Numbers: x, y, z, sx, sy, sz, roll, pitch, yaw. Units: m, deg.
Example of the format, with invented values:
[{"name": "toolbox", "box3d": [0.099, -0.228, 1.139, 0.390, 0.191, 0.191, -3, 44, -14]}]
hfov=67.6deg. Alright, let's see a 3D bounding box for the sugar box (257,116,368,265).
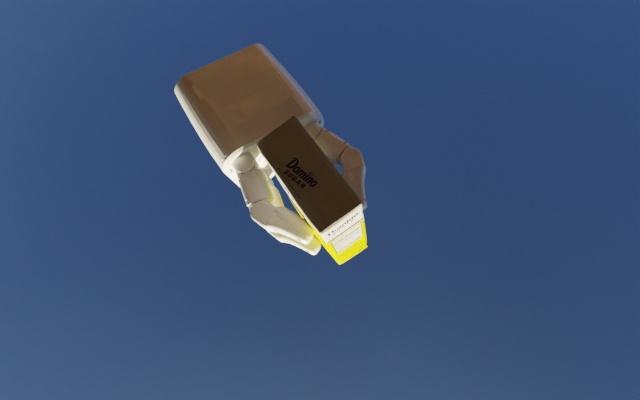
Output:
[{"name": "sugar box", "box3d": [0.000, 0.002, 0.441, 0.048, 0.093, 0.176, -36, -17, -1]}]
